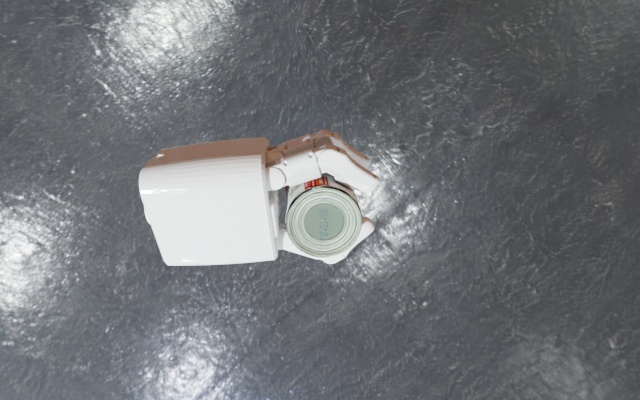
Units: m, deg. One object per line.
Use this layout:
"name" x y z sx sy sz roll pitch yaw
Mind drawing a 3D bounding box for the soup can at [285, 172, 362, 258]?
"soup can" 0.001 0.002 0.451 0.068 0.068 0.102 0 21 -3
